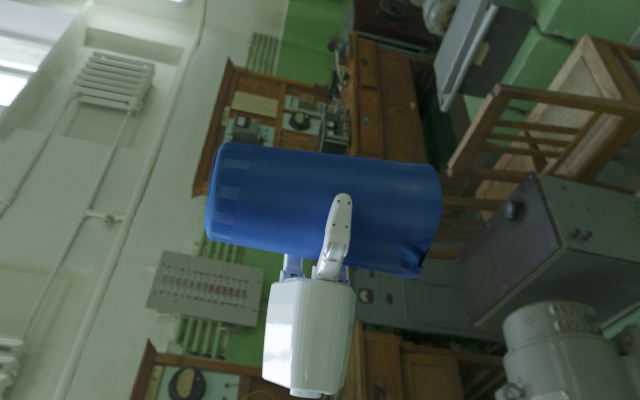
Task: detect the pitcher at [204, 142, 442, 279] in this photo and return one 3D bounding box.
[{"bbox_3d":[0.000,0.002,0.544,0.243,0.145,0.149,9,-15,-9],"label":"pitcher"}]
